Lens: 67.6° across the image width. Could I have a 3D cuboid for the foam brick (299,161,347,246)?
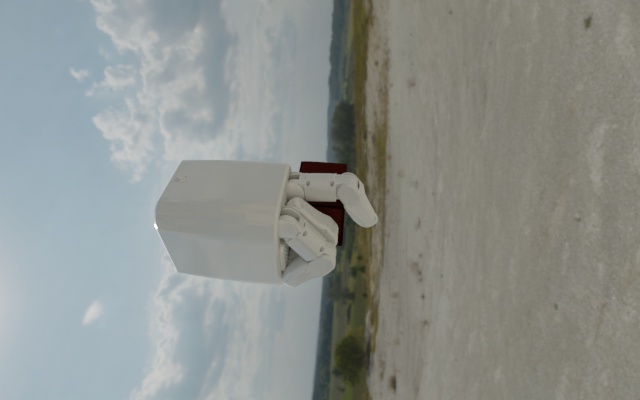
[{"bbox_3d":[0.000,0.002,0.494,0.051,0.053,0.078,4,37,3],"label":"foam brick"}]
